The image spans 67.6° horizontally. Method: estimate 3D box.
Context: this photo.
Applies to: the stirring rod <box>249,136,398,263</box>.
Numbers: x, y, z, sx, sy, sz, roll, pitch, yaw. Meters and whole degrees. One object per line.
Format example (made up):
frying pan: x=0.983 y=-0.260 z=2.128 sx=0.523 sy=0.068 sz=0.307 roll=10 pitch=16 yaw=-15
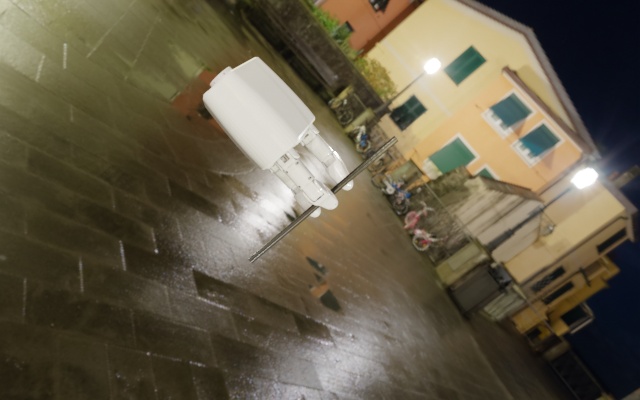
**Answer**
stirring rod: x=0.000 y=0.002 z=0.592 sx=0.239 sy=0.011 sz=0.011 roll=-40 pitch=-10 yaw=12
